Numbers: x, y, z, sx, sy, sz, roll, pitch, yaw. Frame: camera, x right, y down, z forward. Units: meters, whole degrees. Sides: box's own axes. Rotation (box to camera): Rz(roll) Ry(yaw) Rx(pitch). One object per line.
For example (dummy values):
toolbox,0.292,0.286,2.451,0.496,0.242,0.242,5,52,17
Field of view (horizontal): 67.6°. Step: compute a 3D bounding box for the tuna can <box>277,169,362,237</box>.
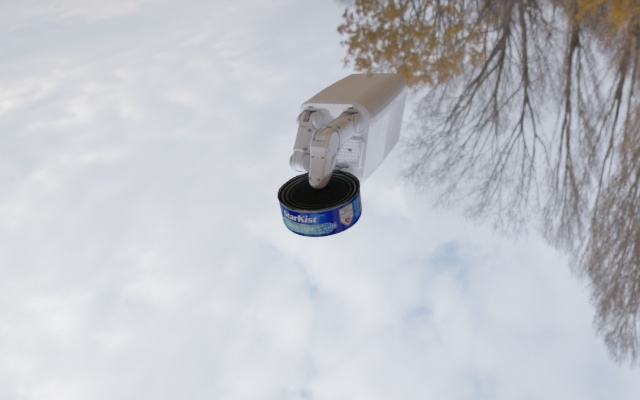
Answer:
tuna can,0.000,0.002,0.495,0.086,0.034,0.086,-7,30,4
